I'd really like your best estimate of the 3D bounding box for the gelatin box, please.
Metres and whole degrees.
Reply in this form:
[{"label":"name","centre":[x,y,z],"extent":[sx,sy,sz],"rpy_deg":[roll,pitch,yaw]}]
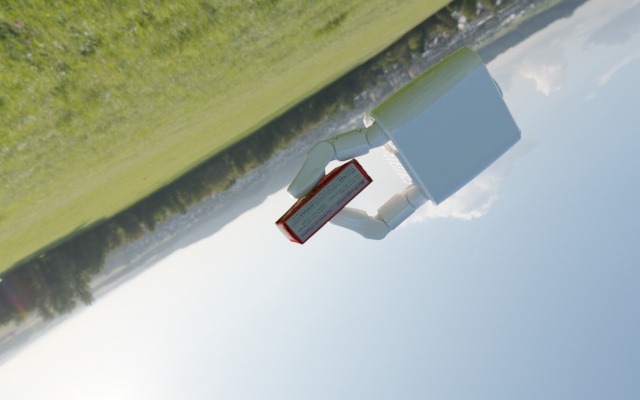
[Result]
[{"label":"gelatin box","centre":[0.000,0.002,0.451],"extent":[0.089,0.030,0.073],"rpy_deg":[-43,6,-10]}]
